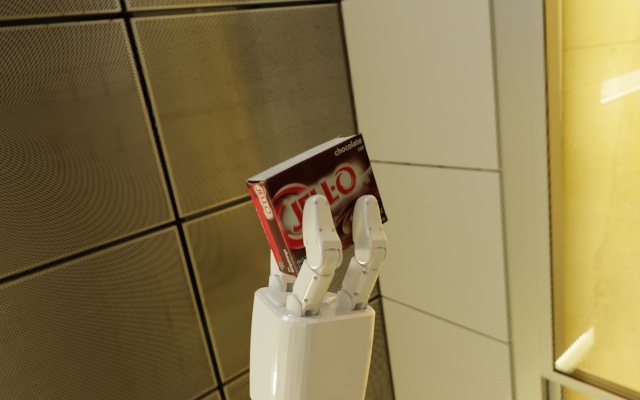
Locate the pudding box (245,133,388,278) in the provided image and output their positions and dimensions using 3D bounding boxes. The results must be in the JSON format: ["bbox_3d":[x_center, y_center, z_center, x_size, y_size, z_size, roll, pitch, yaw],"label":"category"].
[{"bbox_3d":[0.000,0.001,0.422,0.113,0.090,0.039,-31,22,-33],"label":"pudding box"}]
